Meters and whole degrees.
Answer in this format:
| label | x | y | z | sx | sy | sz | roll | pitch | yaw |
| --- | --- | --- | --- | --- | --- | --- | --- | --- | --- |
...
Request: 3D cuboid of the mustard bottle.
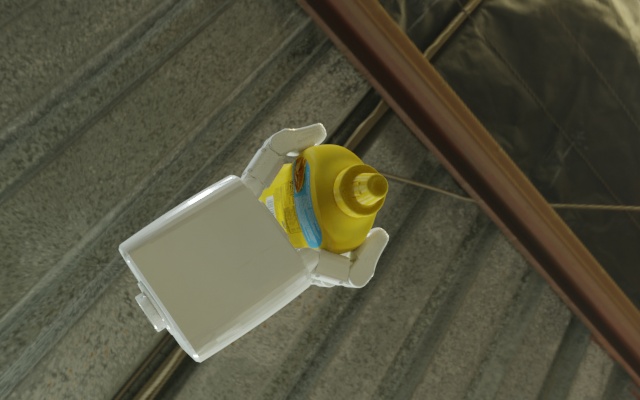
| label | x | y | z | sx | sy | sz | roll | pitch | yaw |
| --- | --- | --- | --- | --- | --- | --- | --- | --- | --- |
| mustard bottle | 0.000 | 0.001 | 0.430 | 0.058 | 0.096 | 0.191 | -7 | -4 | -26 |
